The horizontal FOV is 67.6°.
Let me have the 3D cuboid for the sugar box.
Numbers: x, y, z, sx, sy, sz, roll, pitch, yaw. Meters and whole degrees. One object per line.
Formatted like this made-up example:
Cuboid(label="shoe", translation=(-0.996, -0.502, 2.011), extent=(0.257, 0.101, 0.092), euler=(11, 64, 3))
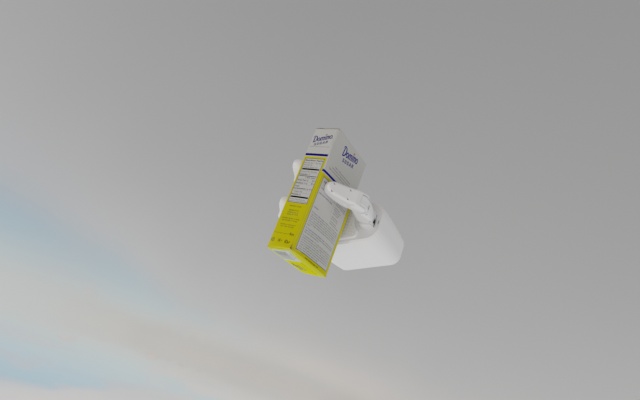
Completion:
Cuboid(label="sugar box", translation=(0.000, 0.002, 0.632), extent=(0.048, 0.176, 0.093), euler=(5, -26, 33))
